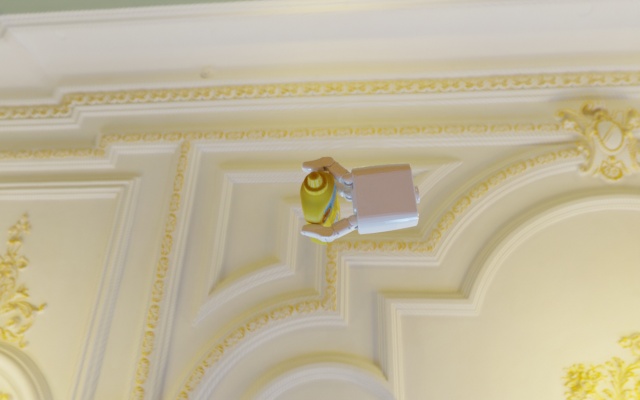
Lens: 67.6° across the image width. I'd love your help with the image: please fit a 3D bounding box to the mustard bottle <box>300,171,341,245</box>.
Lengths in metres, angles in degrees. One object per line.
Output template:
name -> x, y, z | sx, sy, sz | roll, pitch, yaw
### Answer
mustard bottle -> 0.000, 0.003, 0.868 | 0.058, 0.096, 0.192 | 14, -24, 13
